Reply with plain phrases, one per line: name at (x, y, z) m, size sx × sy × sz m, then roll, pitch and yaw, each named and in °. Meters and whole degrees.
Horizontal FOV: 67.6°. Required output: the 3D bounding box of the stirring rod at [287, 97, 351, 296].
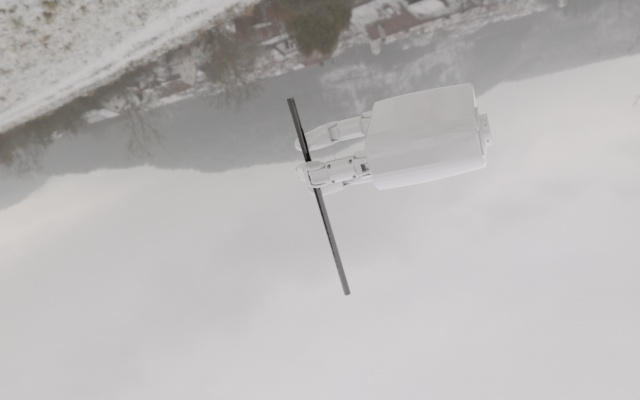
stirring rod at (0.000, 0.002, 0.544) m, size 0.011 × 0.239 × 0.011 m, roll -15°, pitch 16°, yaw 4°
